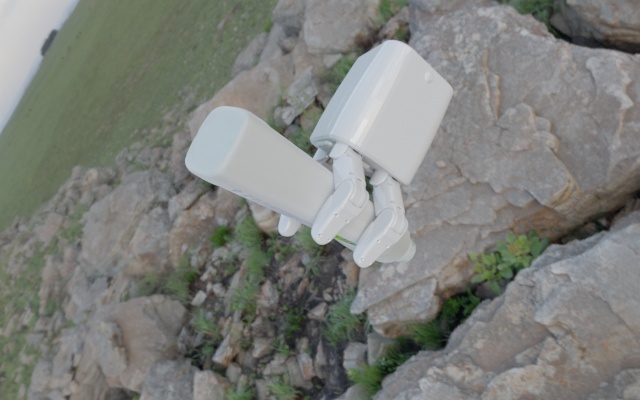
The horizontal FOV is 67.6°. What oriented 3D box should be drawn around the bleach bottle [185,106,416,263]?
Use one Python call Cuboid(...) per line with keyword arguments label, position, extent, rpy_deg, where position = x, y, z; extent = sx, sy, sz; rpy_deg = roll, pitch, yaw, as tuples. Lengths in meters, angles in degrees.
Cuboid(label="bleach bottle", position=(0.000, 0.002, 0.469), extent=(0.251, 0.068, 0.102), rpy_deg=(31, -5, -33))
